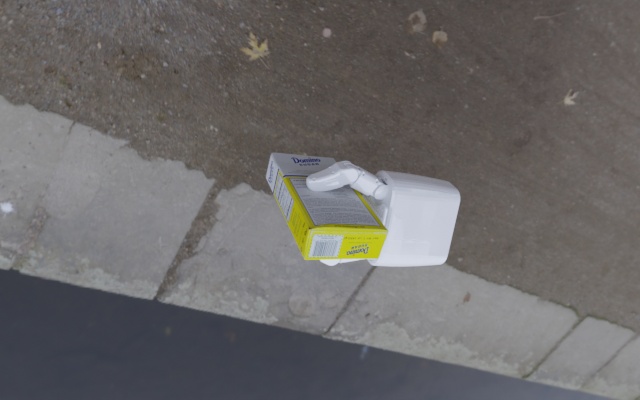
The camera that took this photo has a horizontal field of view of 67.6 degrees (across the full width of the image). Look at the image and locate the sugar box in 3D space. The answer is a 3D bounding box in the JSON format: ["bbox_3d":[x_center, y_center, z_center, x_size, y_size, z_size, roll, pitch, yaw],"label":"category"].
[{"bbox_3d":[0.000,0.002,0.575,0.093,0.048,0.176,3,28,-23],"label":"sugar box"}]
